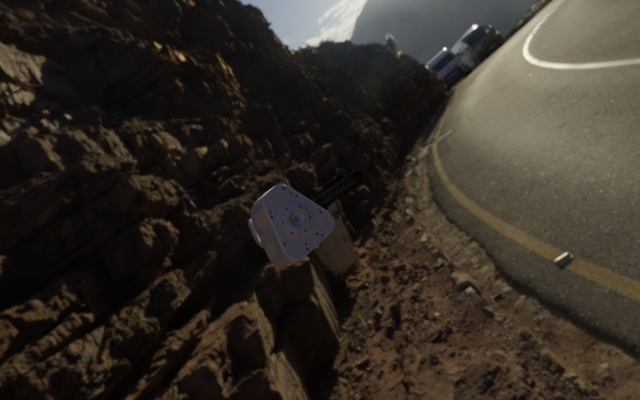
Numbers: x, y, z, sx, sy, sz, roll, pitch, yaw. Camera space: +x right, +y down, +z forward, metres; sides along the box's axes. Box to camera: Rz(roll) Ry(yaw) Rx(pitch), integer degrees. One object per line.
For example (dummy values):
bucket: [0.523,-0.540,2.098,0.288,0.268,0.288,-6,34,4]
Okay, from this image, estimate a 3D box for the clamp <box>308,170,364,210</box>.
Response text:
clamp: [0.000,0.002,0.819,0.171,0.039,0.120,-41,1,-19]
